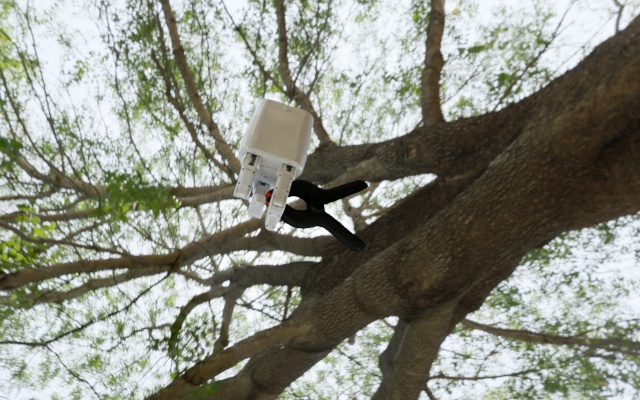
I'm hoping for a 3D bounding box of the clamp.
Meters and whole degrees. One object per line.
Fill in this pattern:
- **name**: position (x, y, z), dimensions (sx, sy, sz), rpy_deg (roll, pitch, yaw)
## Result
- **clamp**: position (0.000, 0.003, 0.744), dimensions (0.171, 0.120, 0.039), rpy_deg (20, -34, -11)
